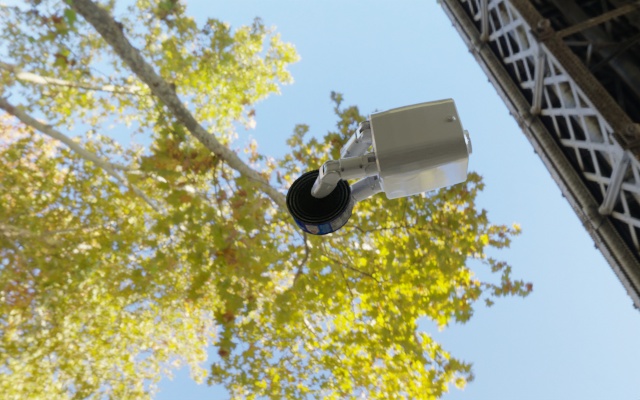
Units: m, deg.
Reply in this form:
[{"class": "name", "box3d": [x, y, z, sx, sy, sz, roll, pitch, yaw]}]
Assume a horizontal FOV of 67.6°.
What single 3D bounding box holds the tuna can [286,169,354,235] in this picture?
[{"class": "tuna can", "box3d": [0.000, 0.002, 0.630, 0.086, 0.086, 0.034, 0, -32, 15]}]
